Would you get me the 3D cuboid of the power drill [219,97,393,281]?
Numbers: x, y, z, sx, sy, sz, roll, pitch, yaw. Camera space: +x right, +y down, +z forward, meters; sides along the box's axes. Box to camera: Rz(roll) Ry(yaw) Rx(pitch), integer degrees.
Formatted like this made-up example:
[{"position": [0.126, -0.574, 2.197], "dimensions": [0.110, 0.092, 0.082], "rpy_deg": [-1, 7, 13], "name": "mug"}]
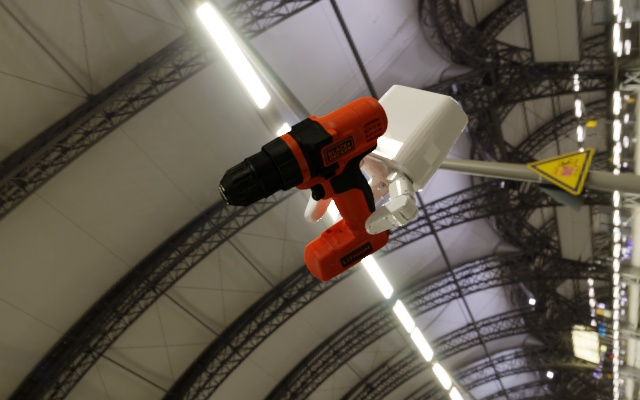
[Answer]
[{"position": [0.000, 0.002, 0.514], "dimensions": [0.184, 0.188, 0.057], "rpy_deg": [-28, 44, -13], "name": "power drill"}]
